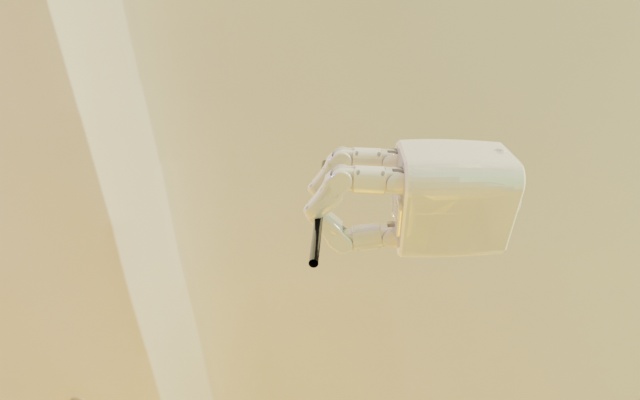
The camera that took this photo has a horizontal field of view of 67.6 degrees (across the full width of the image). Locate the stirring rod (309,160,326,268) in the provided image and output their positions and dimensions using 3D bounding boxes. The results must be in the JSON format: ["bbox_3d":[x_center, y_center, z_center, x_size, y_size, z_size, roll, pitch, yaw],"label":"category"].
[{"bbox_3d":[0.000,0.002,0.491,0.011,0.011,0.239,0,24,3],"label":"stirring rod"}]
